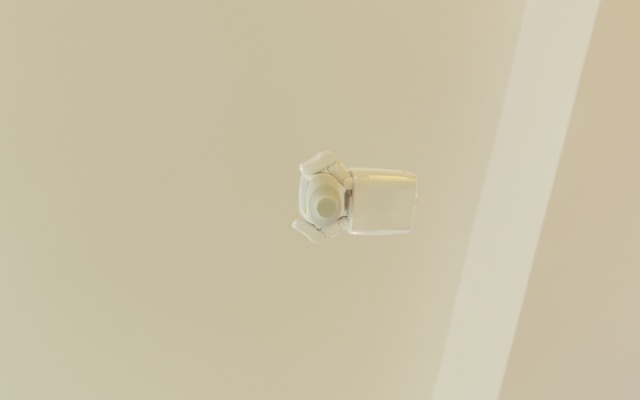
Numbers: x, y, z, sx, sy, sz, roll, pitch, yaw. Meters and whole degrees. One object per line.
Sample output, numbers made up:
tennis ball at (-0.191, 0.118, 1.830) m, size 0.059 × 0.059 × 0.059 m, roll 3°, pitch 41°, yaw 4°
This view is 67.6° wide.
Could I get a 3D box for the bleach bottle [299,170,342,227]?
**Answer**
bleach bottle at (0.000, 0.002, 0.796) m, size 0.068 × 0.102 × 0.251 m, roll 0°, pitch 8°, yaw -4°
